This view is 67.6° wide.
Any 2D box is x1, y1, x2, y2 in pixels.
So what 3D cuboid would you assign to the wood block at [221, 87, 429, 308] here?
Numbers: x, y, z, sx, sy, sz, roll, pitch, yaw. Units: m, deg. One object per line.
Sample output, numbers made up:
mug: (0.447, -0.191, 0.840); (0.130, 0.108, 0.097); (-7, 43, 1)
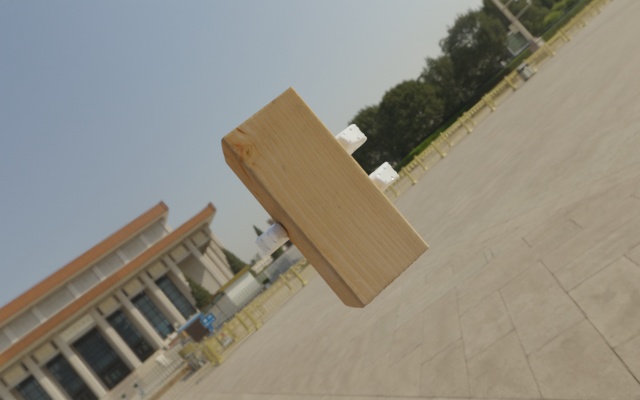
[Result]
wood block: (0.000, 0.002, 0.493); (0.091, 0.206, 0.090); (-40, -3, -13)
